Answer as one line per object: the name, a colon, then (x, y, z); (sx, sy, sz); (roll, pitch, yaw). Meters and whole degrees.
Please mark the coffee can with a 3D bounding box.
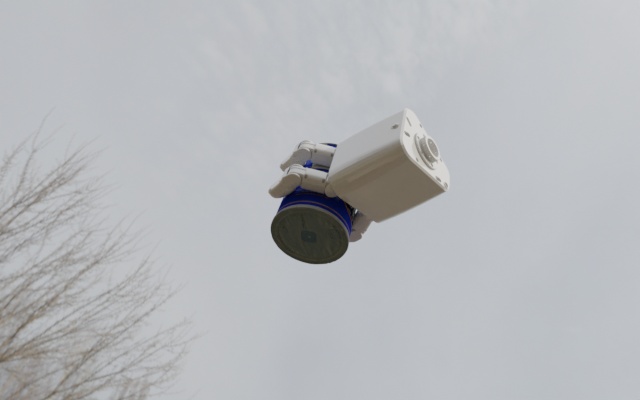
coffee can: (0.000, 0.002, 0.657); (0.103, 0.103, 0.140); (0, 41, 16)
